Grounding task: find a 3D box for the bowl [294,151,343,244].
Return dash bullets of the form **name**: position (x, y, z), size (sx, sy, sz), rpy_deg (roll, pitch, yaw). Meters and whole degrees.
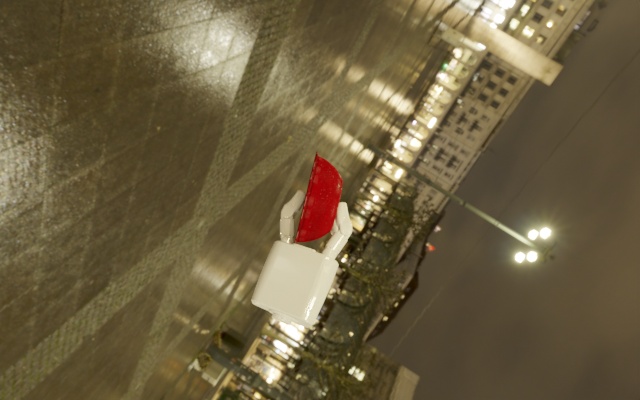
- **bowl**: position (0.001, 0.001, 0.797), size (0.055, 0.162, 0.162), rpy_deg (13, -1, -2)
